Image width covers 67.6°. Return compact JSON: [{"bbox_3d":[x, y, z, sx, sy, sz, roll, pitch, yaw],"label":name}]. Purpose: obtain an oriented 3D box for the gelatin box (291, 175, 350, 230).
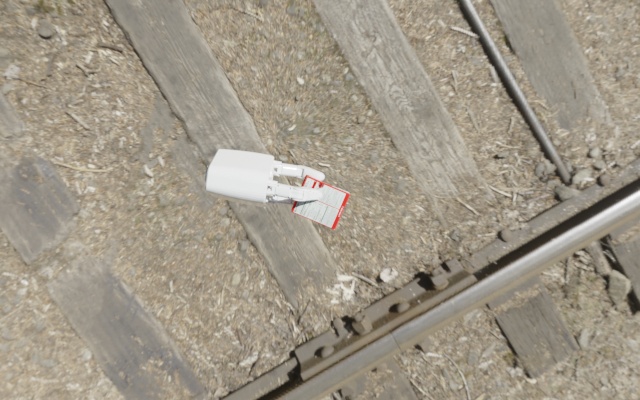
[{"bbox_3d":[0.000,0.003,0.877,0.089,0.073,0.030,23,6,-3],"label":"gelatin box"}]
